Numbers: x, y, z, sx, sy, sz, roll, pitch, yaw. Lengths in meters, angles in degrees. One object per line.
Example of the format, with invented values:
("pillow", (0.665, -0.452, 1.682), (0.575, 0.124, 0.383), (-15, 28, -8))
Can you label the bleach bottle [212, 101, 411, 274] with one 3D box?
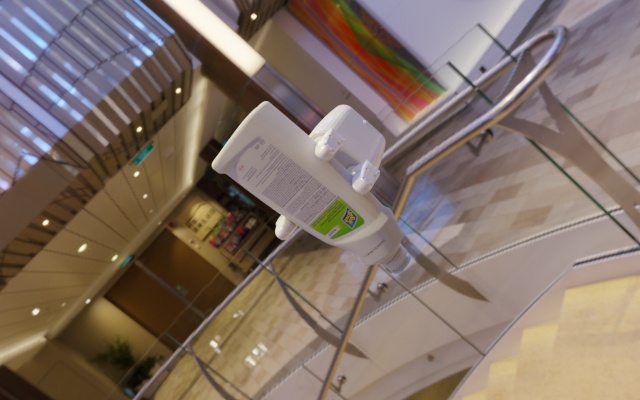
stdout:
("bleach bottle", (0.000, 0.002, 0.565), (0.103, 0.251, 0.068), (-44, 9, 35))
